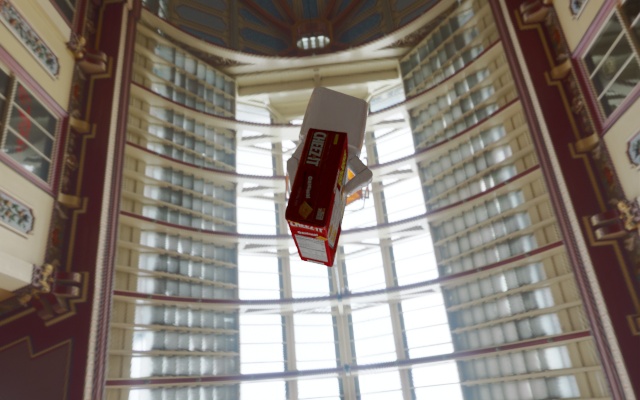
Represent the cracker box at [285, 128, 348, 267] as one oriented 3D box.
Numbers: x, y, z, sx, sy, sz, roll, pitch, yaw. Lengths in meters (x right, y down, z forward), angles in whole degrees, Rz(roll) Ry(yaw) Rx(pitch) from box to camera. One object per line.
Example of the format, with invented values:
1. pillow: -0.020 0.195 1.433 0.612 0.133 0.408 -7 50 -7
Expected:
1. cracker box: 0.000 0.003 0.817 0.072 0.164 0.214 10 -23 9
